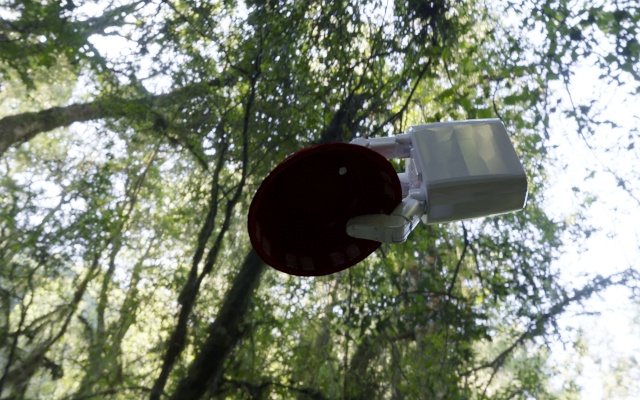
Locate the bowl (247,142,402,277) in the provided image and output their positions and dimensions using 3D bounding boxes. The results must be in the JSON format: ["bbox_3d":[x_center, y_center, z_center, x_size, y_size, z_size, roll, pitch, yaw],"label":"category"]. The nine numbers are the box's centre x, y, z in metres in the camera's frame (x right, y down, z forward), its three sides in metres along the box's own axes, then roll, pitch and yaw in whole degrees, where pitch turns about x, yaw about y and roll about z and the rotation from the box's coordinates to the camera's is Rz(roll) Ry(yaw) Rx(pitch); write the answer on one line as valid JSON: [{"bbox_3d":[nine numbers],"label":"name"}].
[{"bbox_3d":[-0.001,0.001,0.495,0.162,0.162,0.055,0,33,-21],"label":"bowl"}]
